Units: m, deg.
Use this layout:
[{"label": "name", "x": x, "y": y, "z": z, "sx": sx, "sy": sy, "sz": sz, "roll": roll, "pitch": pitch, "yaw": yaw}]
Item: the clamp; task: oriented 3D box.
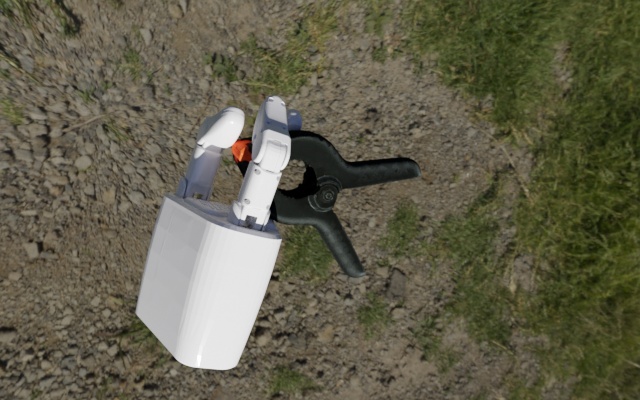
[{"label": "clamp", "x": 0.000, "y": 0.001, "z": 0.405, "sx": 0.171, "sy": 0.120, "sz": 0.039, "roll": 16, "pitch": 5, "yaw": -26}]
